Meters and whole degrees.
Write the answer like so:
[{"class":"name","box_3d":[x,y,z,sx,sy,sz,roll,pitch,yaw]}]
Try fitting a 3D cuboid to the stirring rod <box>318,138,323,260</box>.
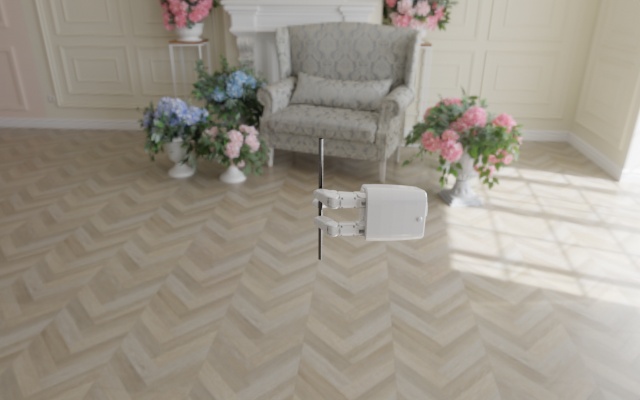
[{"class":"stirring rod","box_3d":[0.000,0.003,0.877,0.011,0.240,0.011,0,24,0]}]
